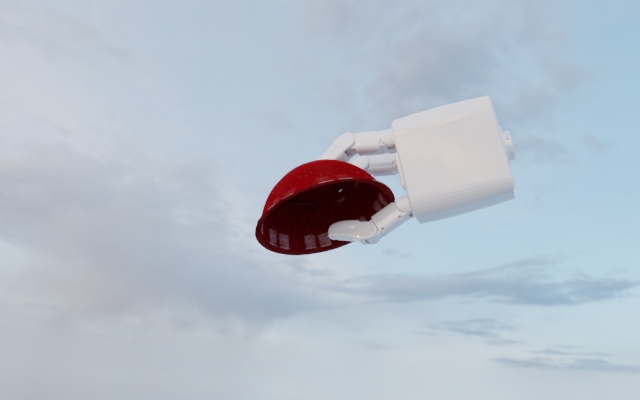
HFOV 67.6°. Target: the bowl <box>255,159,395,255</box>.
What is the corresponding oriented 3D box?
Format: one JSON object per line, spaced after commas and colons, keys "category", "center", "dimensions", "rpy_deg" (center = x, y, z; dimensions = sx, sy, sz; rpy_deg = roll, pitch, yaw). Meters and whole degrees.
{"category": "bowl", "center": [-0.001, 0.002, 0.549], "dimensions": [0.162, 0.055, 0.162], "rpy_deg": [-13, -30, -8]}
